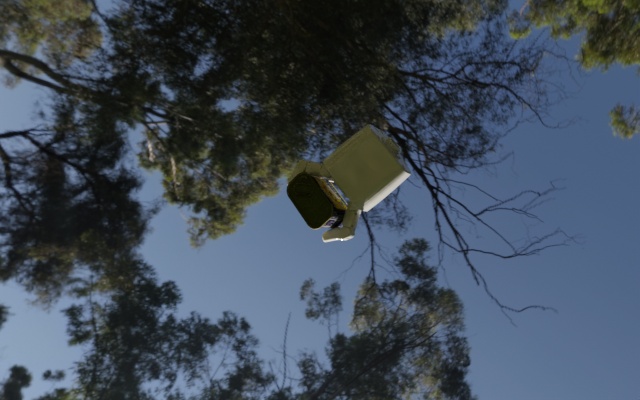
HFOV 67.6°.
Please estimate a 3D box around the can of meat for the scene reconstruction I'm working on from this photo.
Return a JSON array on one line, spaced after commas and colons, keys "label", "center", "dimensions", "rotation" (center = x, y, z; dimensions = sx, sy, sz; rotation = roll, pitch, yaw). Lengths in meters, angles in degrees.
[{"label": "can of meat", "center": [0.000, 0.003, 0.850], "dimensions": [0.057, 0.102, 0.084], "rotation": [-44, -23, 19]}]
